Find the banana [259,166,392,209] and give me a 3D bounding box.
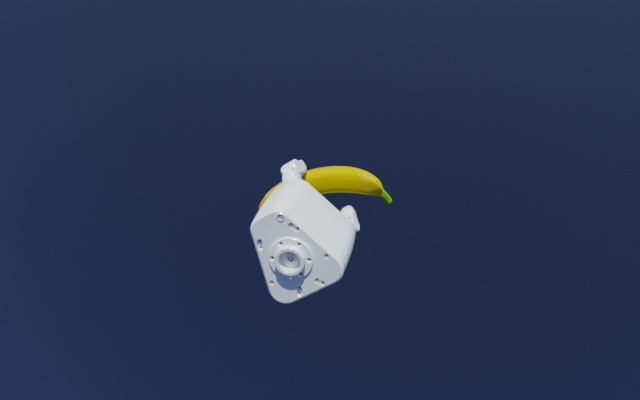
[{"bbox_3d":[0.001,-0.015,0.685,0.198,0.070,0.037,-4,24,9],"label":"banana"}]
